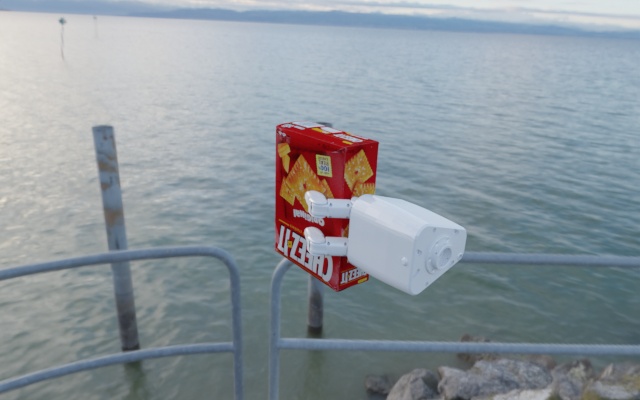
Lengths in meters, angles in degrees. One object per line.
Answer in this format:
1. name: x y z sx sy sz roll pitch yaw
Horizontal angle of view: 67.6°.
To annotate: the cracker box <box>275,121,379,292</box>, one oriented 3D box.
1. cracker box: 0.000 0.002 0.708 0.072 0.214 0.164 -13 26 -36
